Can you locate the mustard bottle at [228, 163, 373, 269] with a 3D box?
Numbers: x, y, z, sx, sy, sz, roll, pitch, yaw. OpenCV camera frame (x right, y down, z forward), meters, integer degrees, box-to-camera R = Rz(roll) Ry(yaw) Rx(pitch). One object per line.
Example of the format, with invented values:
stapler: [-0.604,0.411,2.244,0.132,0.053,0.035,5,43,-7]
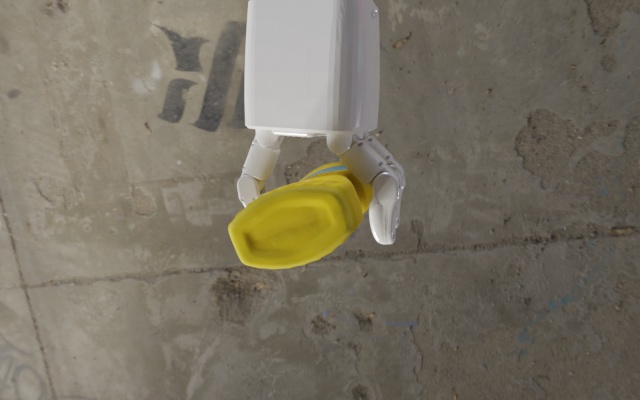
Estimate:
mustard bottle: [0.000,0.002,0.423,0.096,0.058,0.191,-21,6,17]
